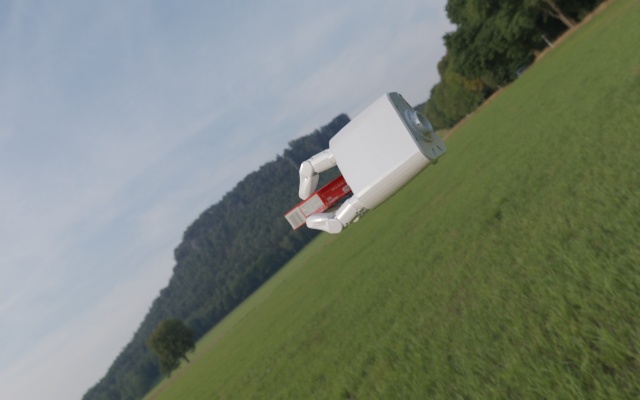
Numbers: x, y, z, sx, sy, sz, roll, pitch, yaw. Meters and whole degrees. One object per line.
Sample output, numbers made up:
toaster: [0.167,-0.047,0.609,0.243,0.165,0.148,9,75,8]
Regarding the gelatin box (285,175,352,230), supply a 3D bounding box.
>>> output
gelatin box: [0.000,0.002,0.702,0.073,0.030,0.089,-34,-1,-45]
